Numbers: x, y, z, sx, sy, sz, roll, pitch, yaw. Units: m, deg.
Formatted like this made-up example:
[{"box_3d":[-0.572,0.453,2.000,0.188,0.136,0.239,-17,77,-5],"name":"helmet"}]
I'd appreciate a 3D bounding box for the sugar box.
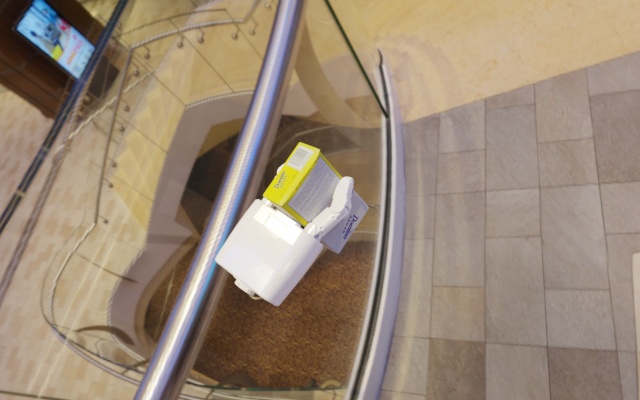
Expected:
[{"box_3d":[0.000,0.002,0.698,0.048,0.093,0.176,28,-11,36],"name":"sugar box"}]
